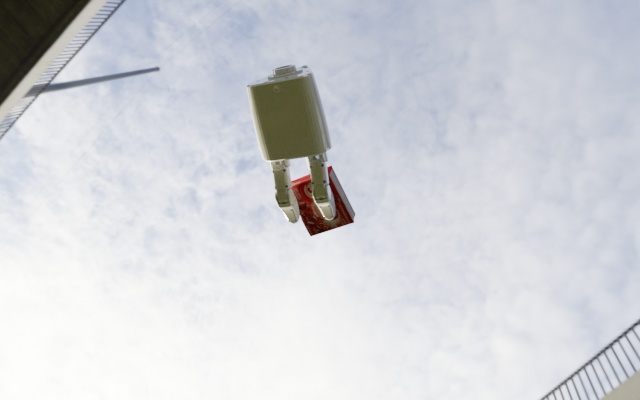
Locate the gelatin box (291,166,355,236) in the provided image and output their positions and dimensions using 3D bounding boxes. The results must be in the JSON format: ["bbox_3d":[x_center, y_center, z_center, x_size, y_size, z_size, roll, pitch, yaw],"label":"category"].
[{"bbox_3d":[0.000,0.002,0.701,0.073,0.089,0.030,-19,23,21],"label":"gelatin box"}]
